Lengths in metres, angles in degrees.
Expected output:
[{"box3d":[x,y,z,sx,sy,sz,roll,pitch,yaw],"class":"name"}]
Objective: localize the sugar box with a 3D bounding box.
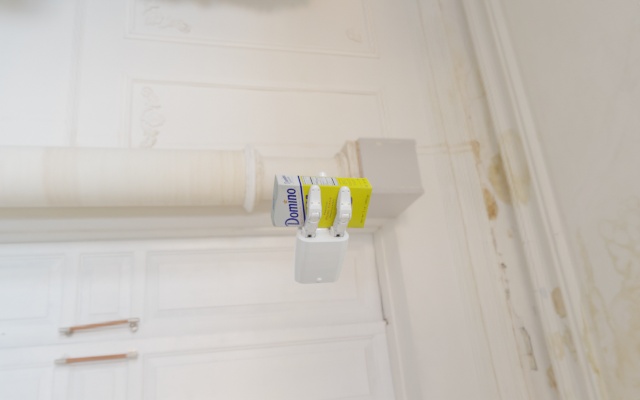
[{"box3d":[0.000,0.003,0.883,0.176,0.093,0.048,0,31,-15],"class":"sugar box"}]
